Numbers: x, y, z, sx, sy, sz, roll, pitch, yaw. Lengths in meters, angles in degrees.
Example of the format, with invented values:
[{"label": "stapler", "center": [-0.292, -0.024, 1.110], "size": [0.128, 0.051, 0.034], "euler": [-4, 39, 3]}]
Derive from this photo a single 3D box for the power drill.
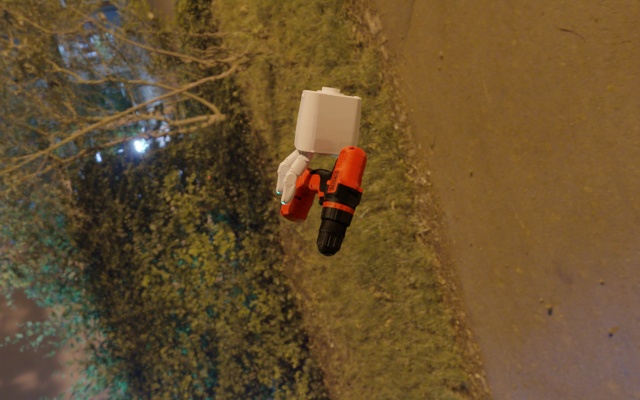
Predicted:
[{"label": "power drill", "center": [0.000, 0.002, 0.834], "size": [0.057, 0.184, 0.187], "euler": [24, -13, -29]}]
